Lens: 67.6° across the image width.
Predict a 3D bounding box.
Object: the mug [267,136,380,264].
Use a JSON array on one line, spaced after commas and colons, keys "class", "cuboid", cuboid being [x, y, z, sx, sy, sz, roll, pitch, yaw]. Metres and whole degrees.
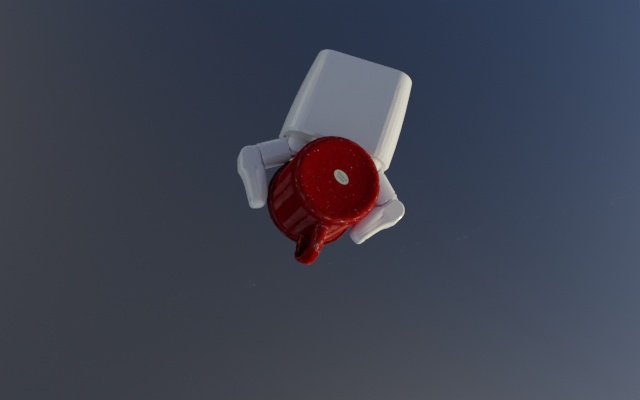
[{"class": "mug", "cuboid": [0.000, 0.003, 0.440, 0.093, 0.117, 0.081, 22, -20, -12]}]
